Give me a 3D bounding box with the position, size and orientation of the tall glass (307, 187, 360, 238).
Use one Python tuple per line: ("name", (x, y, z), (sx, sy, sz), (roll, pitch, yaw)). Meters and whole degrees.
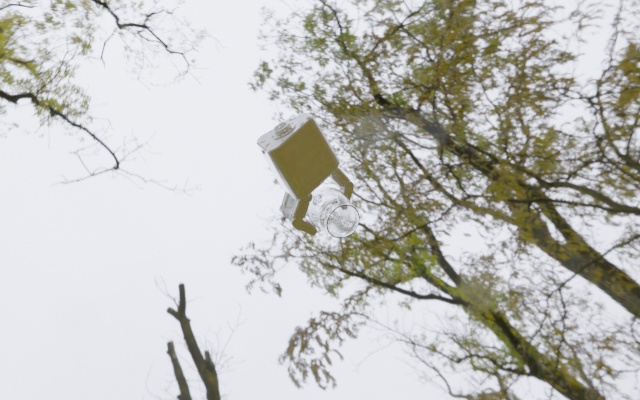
("tall glass", (0.000, 0.003, 0.888), (0.079, 0.079, 0.201), (0, 20, -25))
